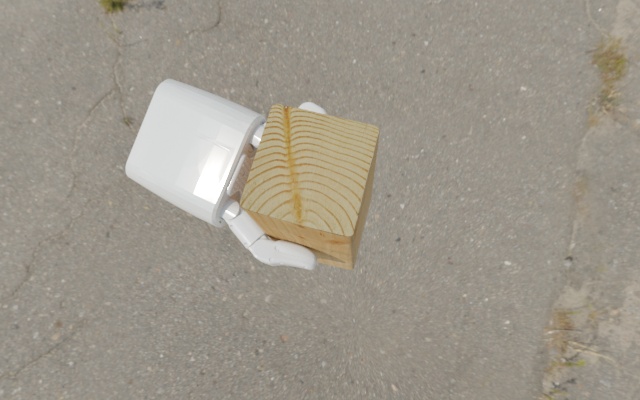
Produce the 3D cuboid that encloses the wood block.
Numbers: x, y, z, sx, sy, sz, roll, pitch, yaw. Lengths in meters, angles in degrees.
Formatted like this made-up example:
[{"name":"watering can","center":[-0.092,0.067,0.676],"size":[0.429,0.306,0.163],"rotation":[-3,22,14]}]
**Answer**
[{"name":"wood block","center":[0.000,0.002,0.457],"size":[0.090,0.090,0.206],"rotation":[14,-13,8]}]
